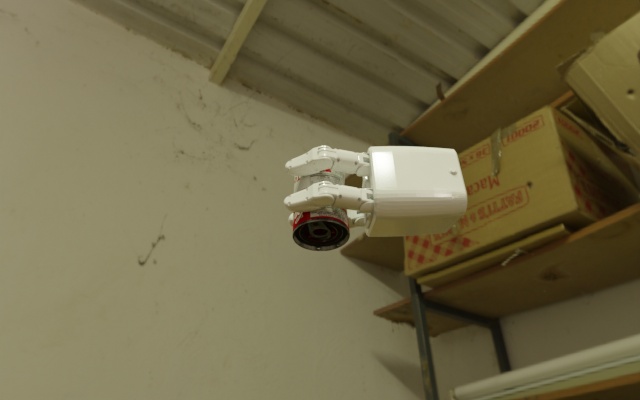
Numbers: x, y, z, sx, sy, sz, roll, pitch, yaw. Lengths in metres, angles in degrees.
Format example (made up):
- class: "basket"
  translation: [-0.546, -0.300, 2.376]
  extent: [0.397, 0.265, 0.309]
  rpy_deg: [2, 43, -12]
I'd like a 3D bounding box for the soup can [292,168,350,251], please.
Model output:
- class: "soup can"
  translation: [0.000, 0.002, 0.593]
  extent: [0.068, 0.102, 0.069]
  rpy_deg: [-1, -36, -1]
